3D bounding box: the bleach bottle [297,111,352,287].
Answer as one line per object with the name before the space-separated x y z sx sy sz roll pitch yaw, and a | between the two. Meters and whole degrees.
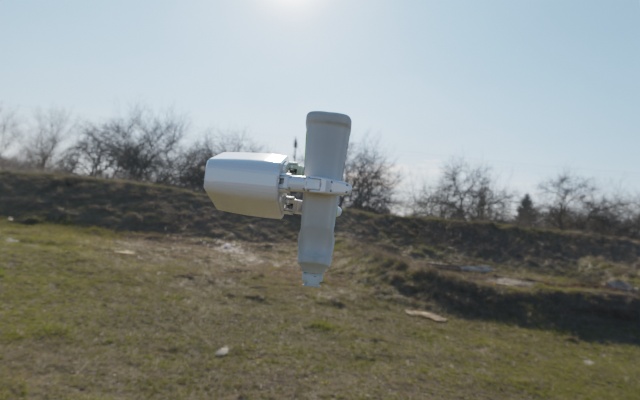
bleach bottle | 0.000 0.002 0.711 0.068 0.251 0.102 6 -4 3
